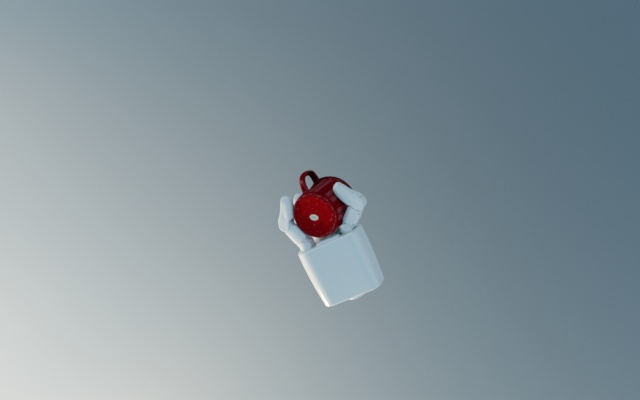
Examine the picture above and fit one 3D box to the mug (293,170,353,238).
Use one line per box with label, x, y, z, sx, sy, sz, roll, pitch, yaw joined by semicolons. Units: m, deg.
mug;-0.001;0.001;0.815;0.093;0.117;0.081;-23;7;29
